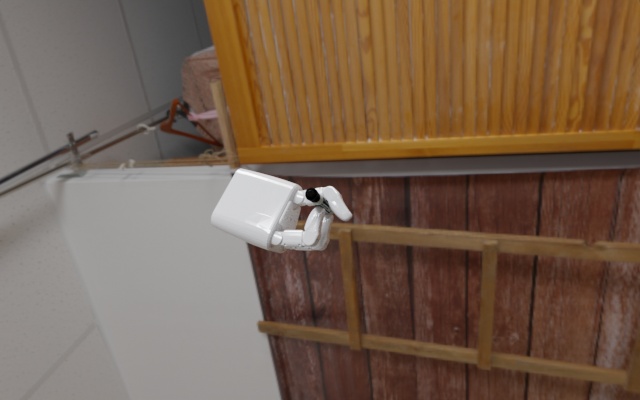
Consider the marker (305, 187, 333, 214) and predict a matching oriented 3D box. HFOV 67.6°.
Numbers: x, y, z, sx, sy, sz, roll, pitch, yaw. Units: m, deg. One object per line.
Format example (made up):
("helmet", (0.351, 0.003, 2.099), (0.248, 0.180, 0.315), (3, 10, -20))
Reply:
("marker", (0.000, 0.002, 0.711), (0.020, 0.020, 0.121), (0, -12, 14))
